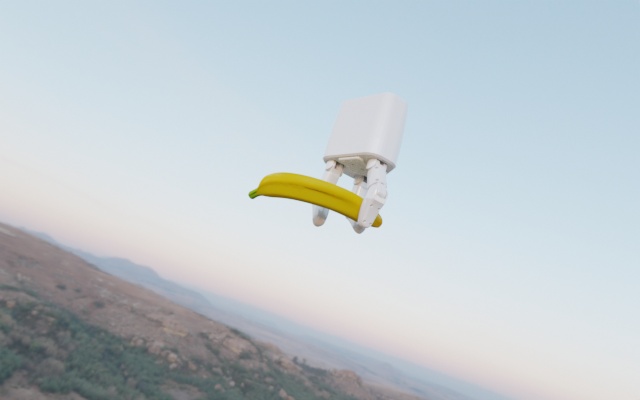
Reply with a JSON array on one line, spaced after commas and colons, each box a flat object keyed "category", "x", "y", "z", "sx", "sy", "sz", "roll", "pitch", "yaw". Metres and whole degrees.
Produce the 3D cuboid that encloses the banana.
[{"category": "banana", "x": -0.001, "y": -0.004, "z": 0.665, "sx": 0.198, "sy": 0.037, "sz": 0.070, "roll": 15, "pitch": -19, "yaw": -3}]
